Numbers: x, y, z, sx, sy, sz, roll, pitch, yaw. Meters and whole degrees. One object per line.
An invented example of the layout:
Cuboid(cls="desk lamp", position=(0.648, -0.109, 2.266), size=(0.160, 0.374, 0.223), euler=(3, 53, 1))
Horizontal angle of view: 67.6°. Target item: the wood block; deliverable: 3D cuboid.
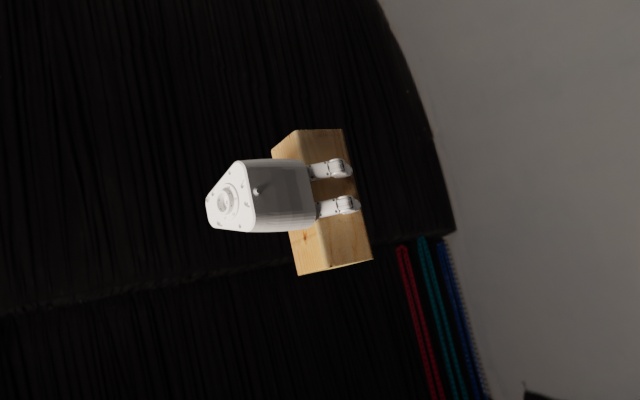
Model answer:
Cuboid(cls="wood block", position=(0.000, 0.003, 0.740), size=(0.090, 0.206, 0.091), euler=(-7, -11, -32))
